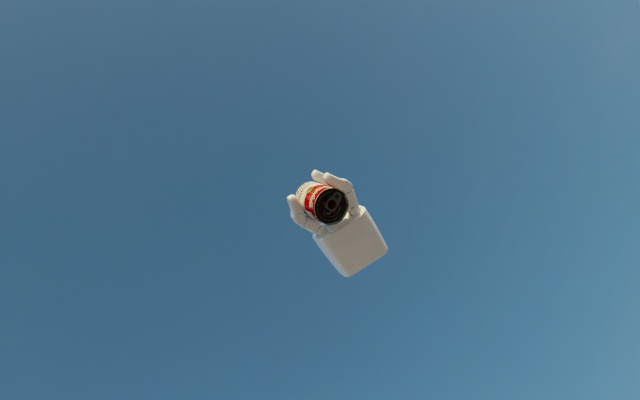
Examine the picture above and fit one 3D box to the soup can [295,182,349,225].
[{"bbox_3d":[0.000,0.003,0.896,0.068,0.068,0.102,0,9,-24],"label":"soup can"}]
